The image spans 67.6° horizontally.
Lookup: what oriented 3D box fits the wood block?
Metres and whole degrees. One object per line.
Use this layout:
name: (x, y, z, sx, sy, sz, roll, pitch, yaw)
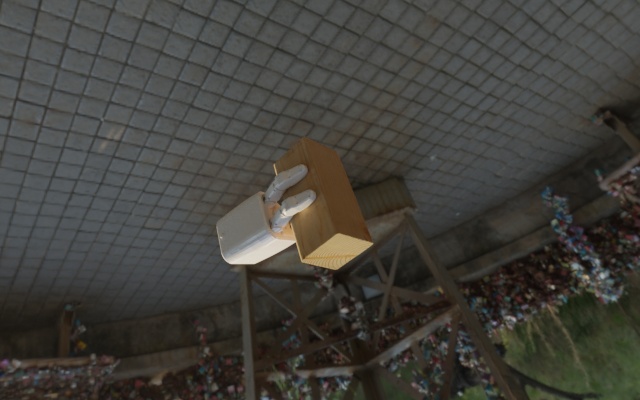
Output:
wood block: (0.000, 0.003, 0.824, 0.091, 0.206, 0.090, 20, -49, -44)
